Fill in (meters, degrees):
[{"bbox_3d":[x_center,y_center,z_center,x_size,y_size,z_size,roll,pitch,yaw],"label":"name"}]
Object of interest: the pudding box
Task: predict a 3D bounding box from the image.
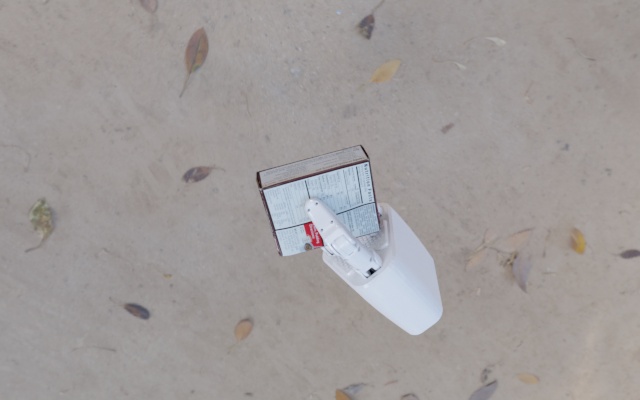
[{"bbox_3d":[0.000,0.002,0.487,0.113,0.090,0.039,-16,32,-5],"label":"pudding box"}]
